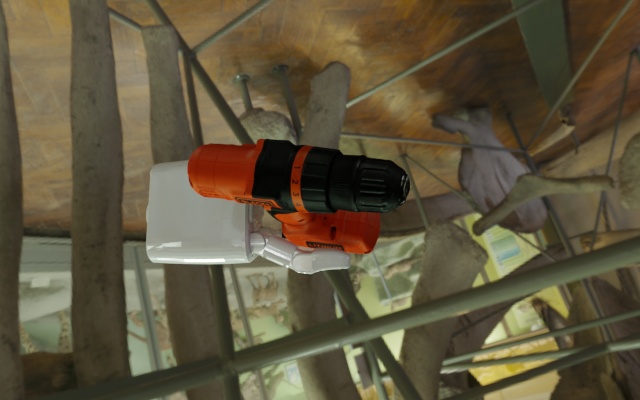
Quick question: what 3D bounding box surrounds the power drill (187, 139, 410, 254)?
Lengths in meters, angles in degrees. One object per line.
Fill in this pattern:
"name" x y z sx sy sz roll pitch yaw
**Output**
"power drill" 0.000 0.002 0.437 0.184 0.057 0.188 8 -16 22
